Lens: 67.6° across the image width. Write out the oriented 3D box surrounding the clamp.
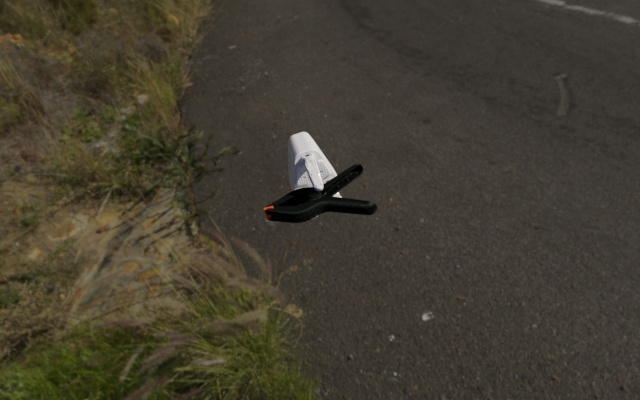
[{"bbox_3d":[-0.001,0.002,0.885,0.210,0.036,0.164,-19,30,-3],"label":"clamp"}]
